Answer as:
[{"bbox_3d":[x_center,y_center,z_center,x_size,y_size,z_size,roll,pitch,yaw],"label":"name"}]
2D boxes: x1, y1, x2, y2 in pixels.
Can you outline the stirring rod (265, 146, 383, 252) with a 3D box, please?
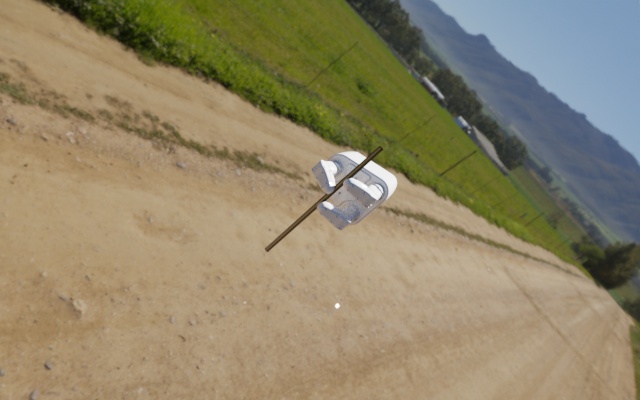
[{"bbox_3d":[0.000,0.002,0.703,0.239,0.011,0.011,-42,-17,20],"label":"stirring rod"}]
